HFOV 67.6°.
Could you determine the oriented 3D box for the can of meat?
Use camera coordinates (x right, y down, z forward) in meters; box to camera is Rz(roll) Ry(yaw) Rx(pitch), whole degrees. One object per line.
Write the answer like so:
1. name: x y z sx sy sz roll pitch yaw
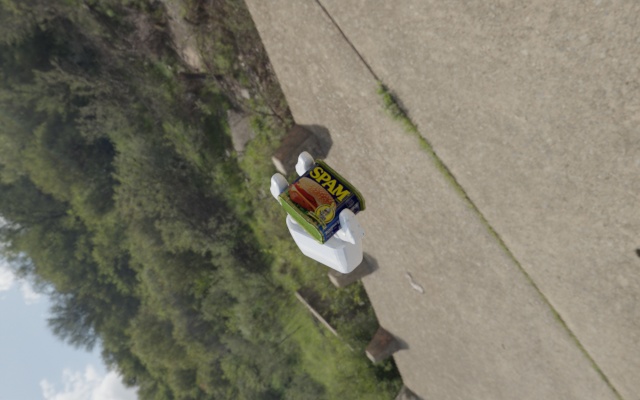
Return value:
1. can of meat: 0.000 0.003 0.693 0.102 0.084 0.057 41 -16 26
